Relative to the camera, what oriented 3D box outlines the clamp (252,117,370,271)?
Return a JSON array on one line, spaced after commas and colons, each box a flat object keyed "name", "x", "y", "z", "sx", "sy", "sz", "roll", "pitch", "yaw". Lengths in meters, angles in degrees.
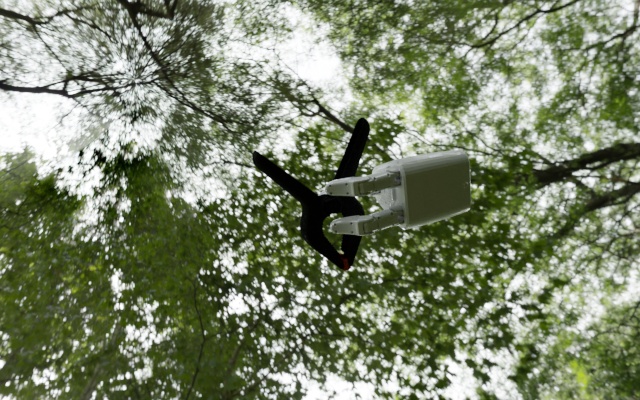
[{"name": "clamp", "x": 0.000, "y": 0.002, "z": 0.660, "sx": 0.164, "sy": 0.210, "sz": 0.036, "roll": -12, "pitch": 17, "yaw": -13}]
